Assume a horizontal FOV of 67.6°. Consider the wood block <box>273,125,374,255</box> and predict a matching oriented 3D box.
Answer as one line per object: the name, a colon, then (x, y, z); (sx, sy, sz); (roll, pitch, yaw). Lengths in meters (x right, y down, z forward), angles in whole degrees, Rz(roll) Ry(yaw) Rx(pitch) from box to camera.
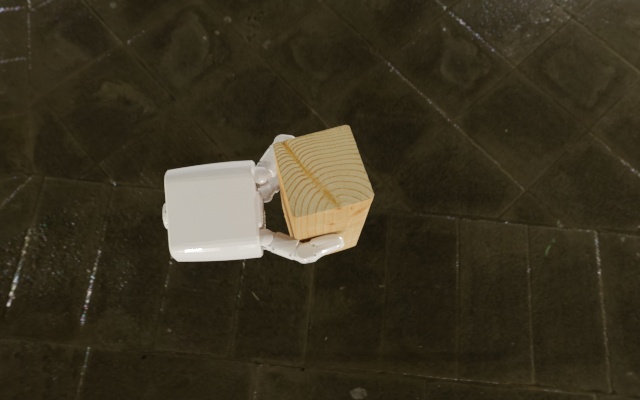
wood block: (0.000, 0.002, 0.602); (0.090, 0.090, 0.206); (-15, -18, -6)
